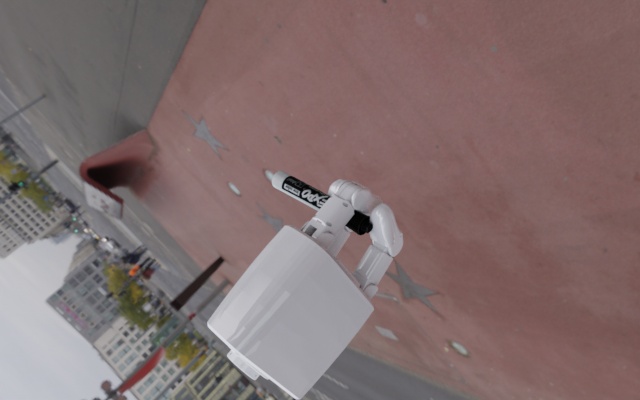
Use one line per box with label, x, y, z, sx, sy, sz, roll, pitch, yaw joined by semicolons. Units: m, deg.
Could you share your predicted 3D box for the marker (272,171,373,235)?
marker;0.000;0.001;0.449;0.121;0.020;0.020;28;18;36
